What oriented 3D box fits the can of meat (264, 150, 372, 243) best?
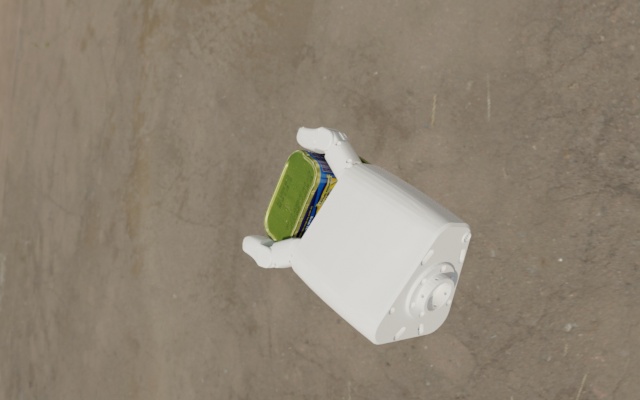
[{"bbox_3d":[0.000,0.001,0.485,0.084,0.102,0.057,4,27,-42],"label":"can of meat"}]
